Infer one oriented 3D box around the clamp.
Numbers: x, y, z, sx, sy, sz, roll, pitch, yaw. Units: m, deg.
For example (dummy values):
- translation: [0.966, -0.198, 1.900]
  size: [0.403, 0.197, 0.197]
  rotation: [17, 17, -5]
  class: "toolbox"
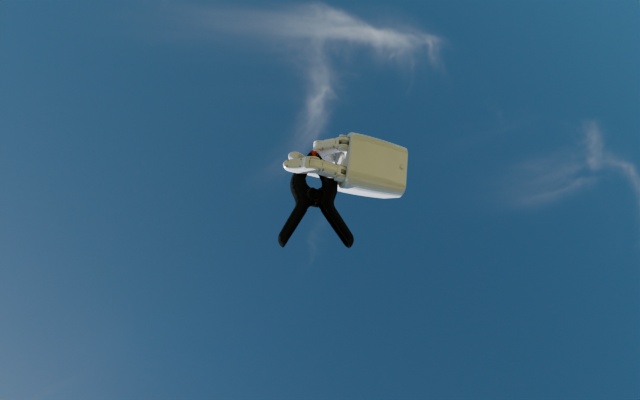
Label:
- translation: [0.000, 0.003, 0.782]
  size: [0.120, 0.171, 0.039]
  rotation: [12, -21, -13]
  class: "clamp"
